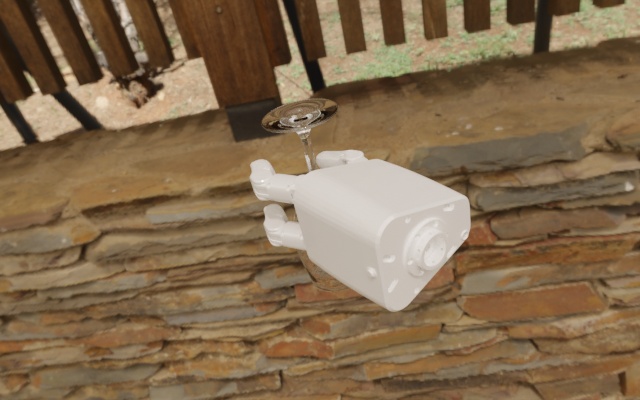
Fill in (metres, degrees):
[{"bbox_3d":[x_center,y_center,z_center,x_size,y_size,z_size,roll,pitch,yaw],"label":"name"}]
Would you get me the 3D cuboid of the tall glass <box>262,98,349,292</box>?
[{"bbox_3d":[0.000,0.001,0.501,0.079,0.201,0.079,-10,31,6],"label":"tall glass"}]
